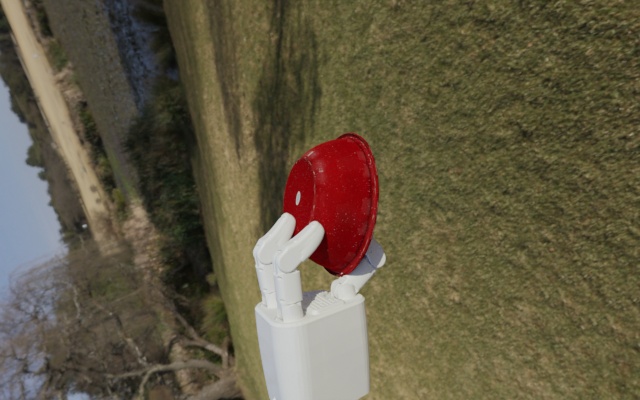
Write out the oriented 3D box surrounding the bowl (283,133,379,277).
[{"bbox_3d":[0.000,0.000,0.526,0.055,0.162,0.162,6,-3,-24],"label":"bowl"}]
